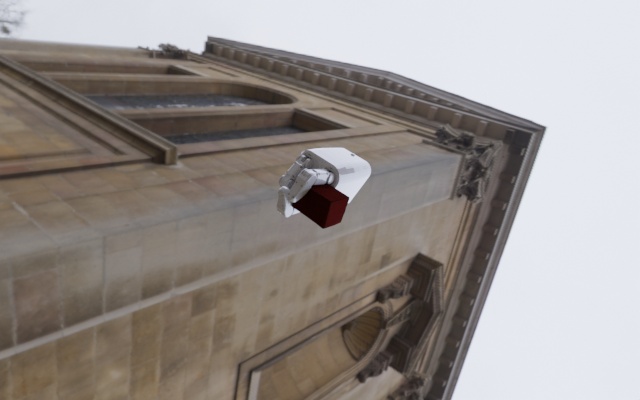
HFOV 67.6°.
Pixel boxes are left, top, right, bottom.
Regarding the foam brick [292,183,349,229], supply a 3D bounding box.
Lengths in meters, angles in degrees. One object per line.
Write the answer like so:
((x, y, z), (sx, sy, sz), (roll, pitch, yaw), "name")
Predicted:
((0.000, 0.003, 0.808), (0.078, 0.053, 0.051), (35, 29, 31), "foam brick")
